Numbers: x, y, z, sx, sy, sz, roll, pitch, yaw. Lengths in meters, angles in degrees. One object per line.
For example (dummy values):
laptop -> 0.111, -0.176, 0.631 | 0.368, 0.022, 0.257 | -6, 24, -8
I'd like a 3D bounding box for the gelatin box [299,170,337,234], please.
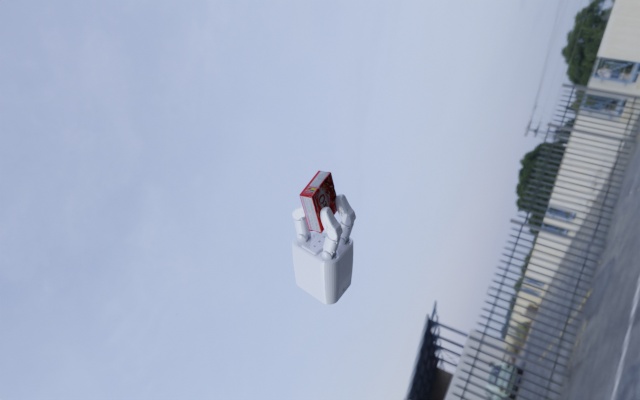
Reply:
gelatin box -> 0.000, 0.002, 0.858 | 0.030, 0.089, 0.073 | 11, 44, 29
